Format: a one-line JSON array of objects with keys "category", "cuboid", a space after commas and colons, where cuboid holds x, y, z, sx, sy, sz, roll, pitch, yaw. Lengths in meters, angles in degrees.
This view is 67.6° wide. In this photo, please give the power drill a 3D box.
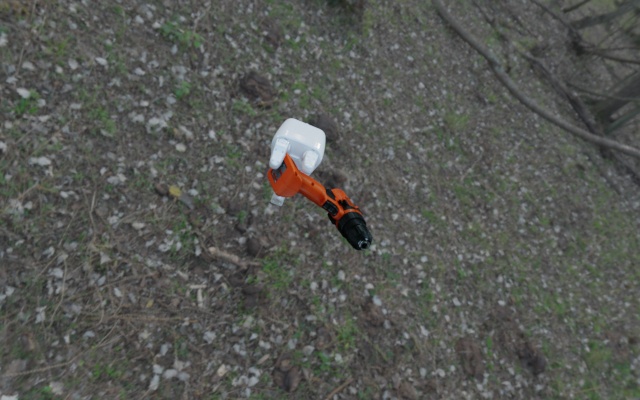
[{"category": "power drill", "cuboid": [0.000, 0.002, 0.851, 0.188, 0.057, 0.184, 35, 11, -29]}]
